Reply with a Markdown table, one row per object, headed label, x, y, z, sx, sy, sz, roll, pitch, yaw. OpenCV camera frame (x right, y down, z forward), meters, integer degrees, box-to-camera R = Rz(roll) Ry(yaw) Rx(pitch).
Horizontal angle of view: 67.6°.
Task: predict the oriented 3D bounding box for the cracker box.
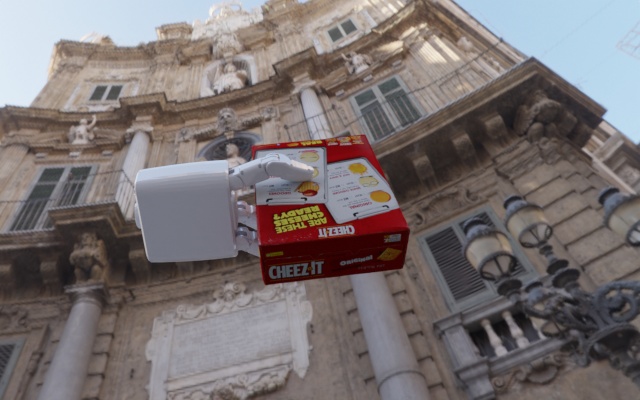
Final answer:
| label | x | y | z | sx | sy | sz | roll | pitch | yaw |
| --- | --- | --- | --- | --- | --- | --- | --- | --- | --- |
| cracker box | 0.000 | 0.002 | 0.601 | 0.164 | 0.072 | 0.213 | -6 | 37 | -6 |
